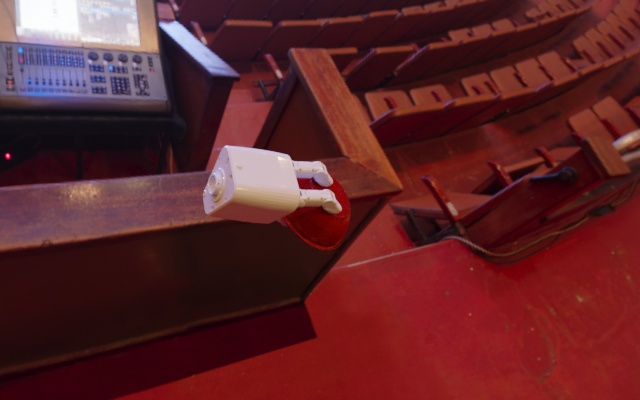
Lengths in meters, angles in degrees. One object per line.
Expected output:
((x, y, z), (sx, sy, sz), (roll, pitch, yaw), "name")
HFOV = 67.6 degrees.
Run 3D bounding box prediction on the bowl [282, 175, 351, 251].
((0.001, 0.002, 0.820), (0.055, 0.162, 0.162), (-37, -22, 32), "bowl")
